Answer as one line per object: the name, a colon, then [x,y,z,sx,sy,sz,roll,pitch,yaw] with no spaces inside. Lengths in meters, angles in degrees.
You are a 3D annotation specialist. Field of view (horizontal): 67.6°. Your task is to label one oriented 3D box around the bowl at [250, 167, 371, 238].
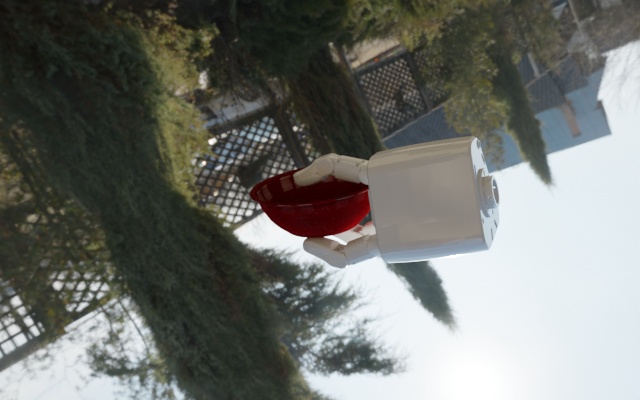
bowl: [-0.001,0.002,0.570,0.162,0.055,0.162,-8,18,3]
